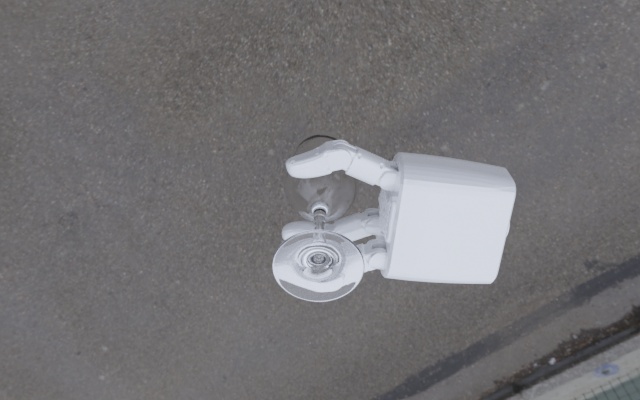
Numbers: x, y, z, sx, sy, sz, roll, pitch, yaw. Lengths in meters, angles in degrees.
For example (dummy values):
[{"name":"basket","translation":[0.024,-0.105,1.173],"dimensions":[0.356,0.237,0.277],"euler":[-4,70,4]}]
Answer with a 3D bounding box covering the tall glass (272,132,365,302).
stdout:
[{"name":"tall glass","translation":[0.000,0.002,0.465],"dimensions":[0.079,0.079,0.201],"euler":[0,32,1]}]
